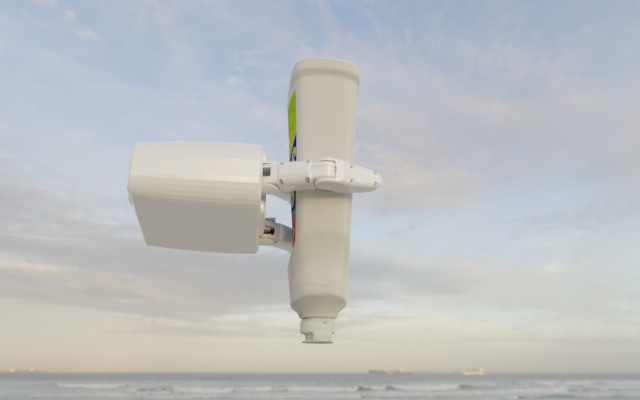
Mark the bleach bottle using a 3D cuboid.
[{"bbox_3d":[0.000,0.001,0.444,0.068,0.250,0.103,3,-20,-8],"label":"bleach bottle"}]
